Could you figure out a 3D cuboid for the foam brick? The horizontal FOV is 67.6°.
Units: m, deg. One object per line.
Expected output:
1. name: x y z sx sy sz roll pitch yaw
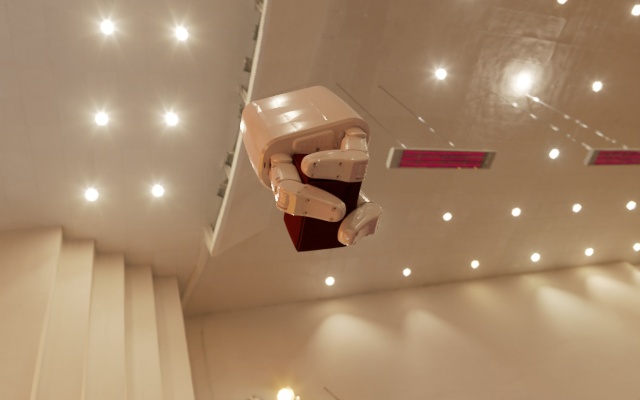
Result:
1. foam brick: 0.000 0.002 0.454 0.053 0.078 0.051 -2 33 -22
